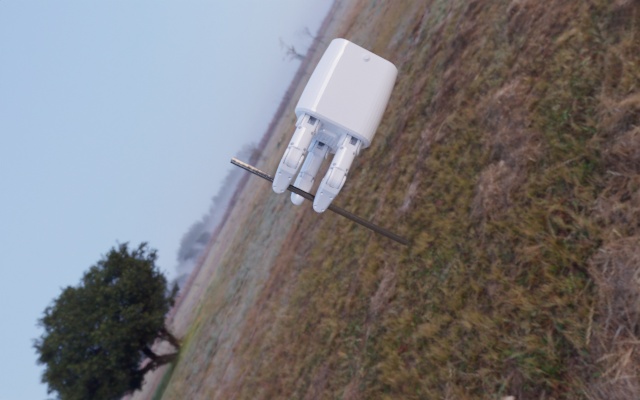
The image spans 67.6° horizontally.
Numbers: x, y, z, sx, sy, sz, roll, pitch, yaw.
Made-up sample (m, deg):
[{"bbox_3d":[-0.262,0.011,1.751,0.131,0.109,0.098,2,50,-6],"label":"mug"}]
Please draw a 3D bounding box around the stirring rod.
[{"bbox_3d":[0.000,0.002,0.591,0.239,0.011,0.011,25,-3,-5],"label":"stirring rod"}]
